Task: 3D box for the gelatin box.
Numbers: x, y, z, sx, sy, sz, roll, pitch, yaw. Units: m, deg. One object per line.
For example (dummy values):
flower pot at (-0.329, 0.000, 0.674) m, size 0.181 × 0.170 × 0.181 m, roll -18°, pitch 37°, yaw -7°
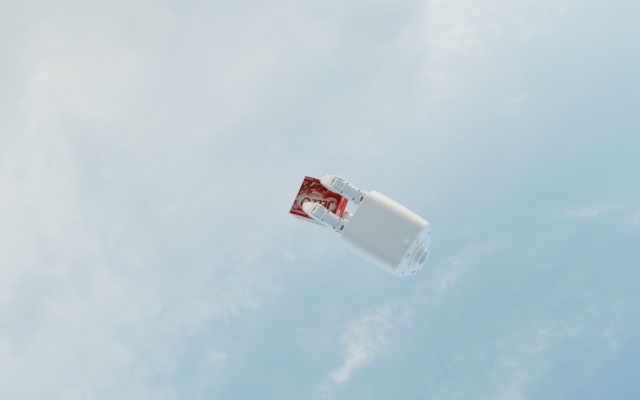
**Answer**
gelatin box at (0.000, 0.003, 0.814) m, size 0.089 × 0.073 × 0.030 m, roll 15°, pitch -16°, yaw 32°
